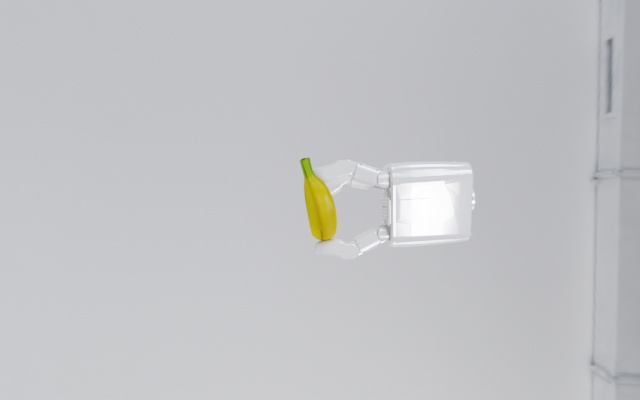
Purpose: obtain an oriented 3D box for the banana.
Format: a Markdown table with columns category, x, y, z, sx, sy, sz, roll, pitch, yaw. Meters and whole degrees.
| category | x | y | z | sx | sy | sz | roll | pitch | yaw |
| --- | --- | --- | --- | --- | --- | --- | --- | --- | --- |
| banana | 0.002 | 0.018 | 0.633 | 0.037 | 0.069 | 0.198 | -7 | -25 | 0 |
